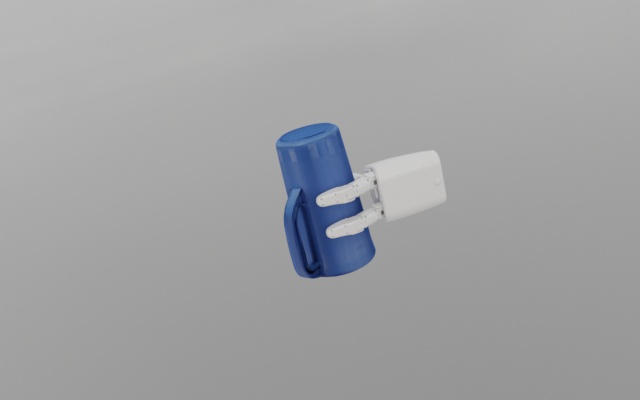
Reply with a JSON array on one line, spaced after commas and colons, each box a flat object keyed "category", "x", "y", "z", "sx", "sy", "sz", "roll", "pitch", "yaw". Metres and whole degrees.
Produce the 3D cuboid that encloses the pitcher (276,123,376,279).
[{"category": "pitcher", "x": 0.000, "y": 0.003, "z": 0.805, "sx": 0.145, "sy": 0.243, "sz": 0.149, "roll": -16, "pitch": 20, "yaw": -3}]
